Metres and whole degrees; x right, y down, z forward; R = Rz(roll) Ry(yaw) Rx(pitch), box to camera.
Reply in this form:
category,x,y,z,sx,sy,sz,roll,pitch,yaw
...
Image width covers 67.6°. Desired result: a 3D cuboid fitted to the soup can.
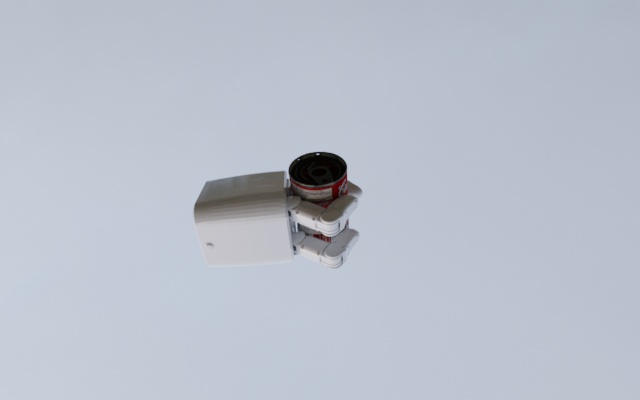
category,x,y,z,sx,sy,sz,roll,pitch,yaw
soup can,0.001,0.002,0.577,0.068,0.102,0.068,-3,39,2
